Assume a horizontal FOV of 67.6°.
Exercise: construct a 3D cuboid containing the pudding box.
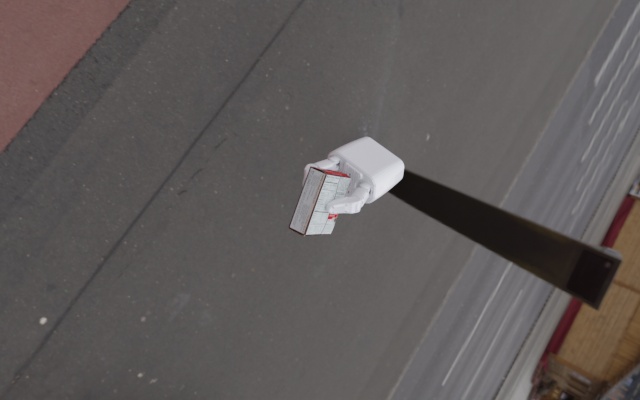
[{"bbox_3d":[0.000,0.003,0.803,0.039,0.113,0.090,23,9,30],"label":"pudding box"}]
